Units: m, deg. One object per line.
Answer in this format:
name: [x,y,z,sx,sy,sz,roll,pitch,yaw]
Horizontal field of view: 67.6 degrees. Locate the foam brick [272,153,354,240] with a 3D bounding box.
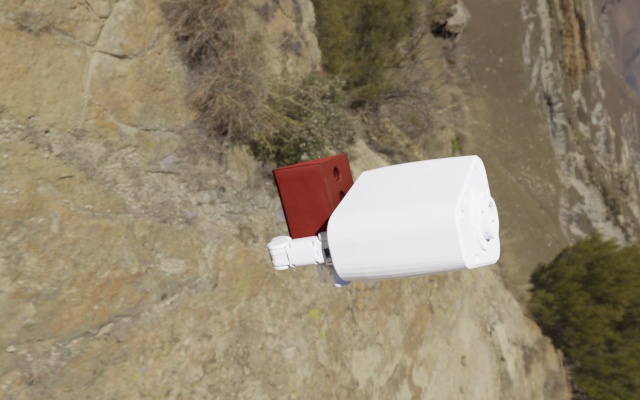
foam brick: [0.000,0.001,0.430,0.051,0.078,0.053,-10,9,33]
